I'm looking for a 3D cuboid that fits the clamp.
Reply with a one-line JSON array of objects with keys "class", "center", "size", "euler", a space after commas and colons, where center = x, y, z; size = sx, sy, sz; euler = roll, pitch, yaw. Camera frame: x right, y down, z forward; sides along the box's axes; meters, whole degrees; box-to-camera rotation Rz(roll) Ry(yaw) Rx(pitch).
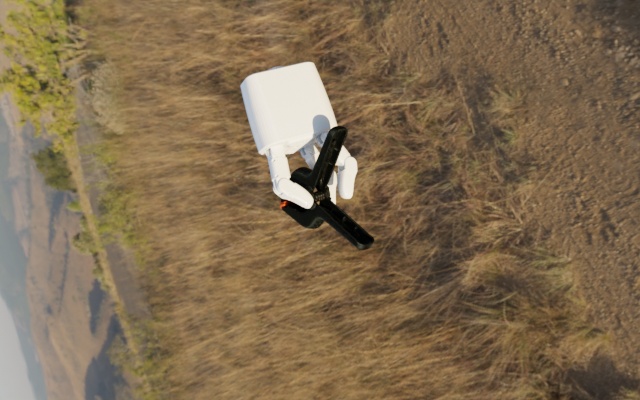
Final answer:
[{"class": "clamp", "center": [-0.001, 0.002, 0.693], "size": [0.036, 0.164, 0.210], "euler": [-13, -6, -31]}]
